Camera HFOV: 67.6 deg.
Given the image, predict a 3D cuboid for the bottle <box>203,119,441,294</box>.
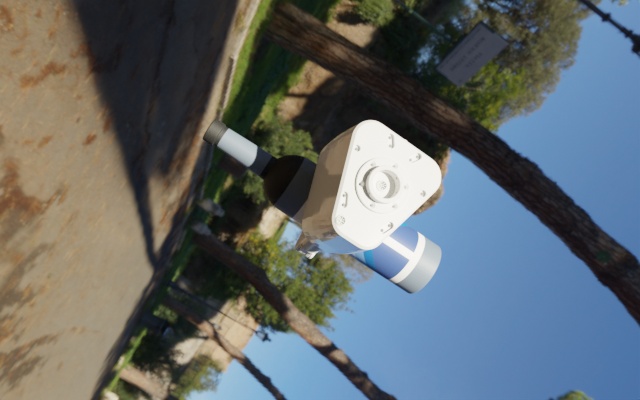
[{"bbox_3d":[0.000,0.002,0.543,0.296,0.069,0.069,33,-6,-9],"label":"bottle"}]
